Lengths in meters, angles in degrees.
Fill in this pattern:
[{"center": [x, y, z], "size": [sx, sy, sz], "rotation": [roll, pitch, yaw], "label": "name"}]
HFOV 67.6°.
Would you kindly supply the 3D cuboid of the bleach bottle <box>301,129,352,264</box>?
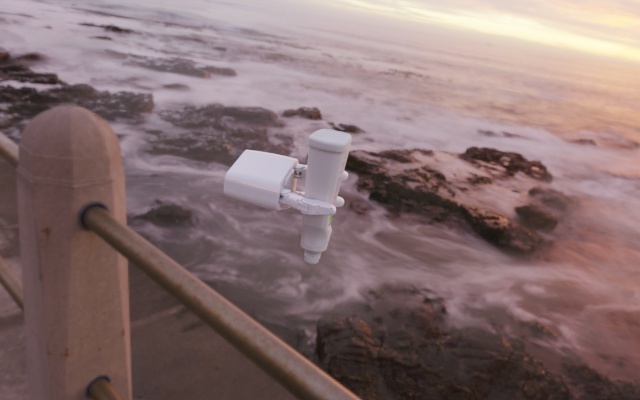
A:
[{"center": [0.000, 0.003, 0.868], "size": [0.068, 0.251, 0.102], "rotation": [14, 22, 10], "label": "bleach bottle"}]
